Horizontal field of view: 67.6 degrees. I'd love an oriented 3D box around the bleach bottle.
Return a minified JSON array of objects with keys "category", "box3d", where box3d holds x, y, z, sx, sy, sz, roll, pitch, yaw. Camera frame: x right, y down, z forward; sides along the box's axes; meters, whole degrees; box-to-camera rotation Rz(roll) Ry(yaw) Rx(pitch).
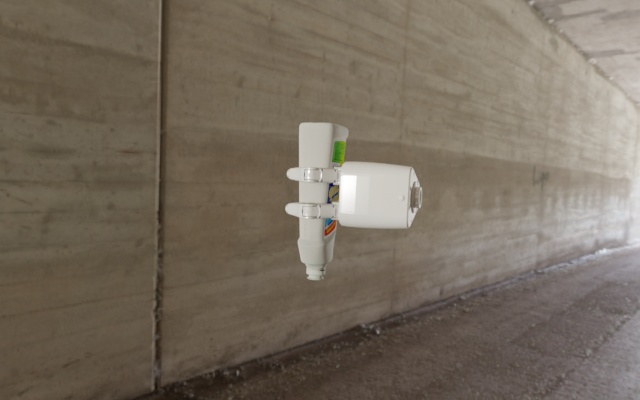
[{"category":"bleach bottle","box3d":[0.000,0.003,0.785,0.068,0.251,0.102,4,4,19]}]
